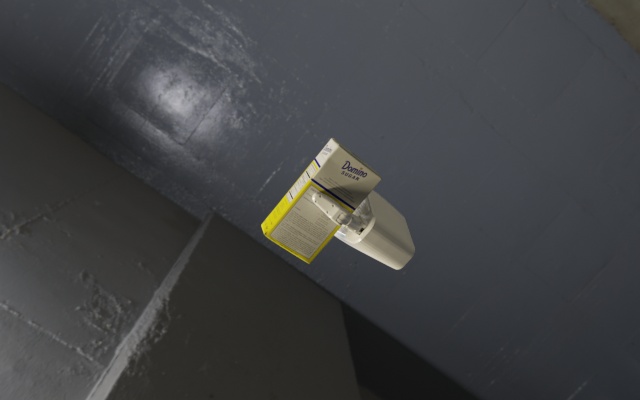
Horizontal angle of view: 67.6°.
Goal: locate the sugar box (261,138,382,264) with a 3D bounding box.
[{"bbox_3d":[0.000,0.002,0.724,0.093,0.176,0.048,35,10,-26],"label":"sugar box"}]
